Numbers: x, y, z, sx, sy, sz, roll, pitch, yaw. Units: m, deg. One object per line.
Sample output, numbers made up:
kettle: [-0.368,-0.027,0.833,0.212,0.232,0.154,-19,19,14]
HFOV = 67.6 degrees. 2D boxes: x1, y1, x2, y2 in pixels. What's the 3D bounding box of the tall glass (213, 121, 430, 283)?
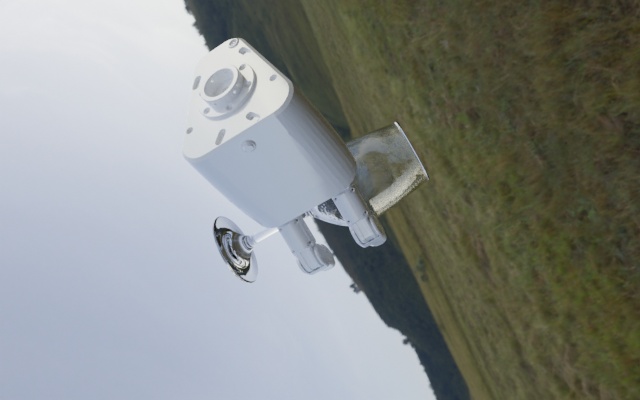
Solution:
tall glass: [0.000,0.002,0.457,0.201,0.079,0.079,-29,-6,11]
